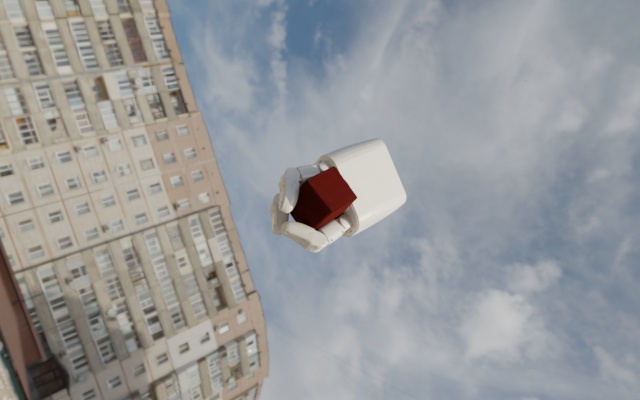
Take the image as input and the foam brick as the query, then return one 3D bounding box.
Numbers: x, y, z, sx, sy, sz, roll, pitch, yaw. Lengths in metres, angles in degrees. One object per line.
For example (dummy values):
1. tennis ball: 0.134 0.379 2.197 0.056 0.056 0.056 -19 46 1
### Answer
1. foam brick: 0.000 0.002 0.618 0.051 0.053 0.078 -28 -11 -35
